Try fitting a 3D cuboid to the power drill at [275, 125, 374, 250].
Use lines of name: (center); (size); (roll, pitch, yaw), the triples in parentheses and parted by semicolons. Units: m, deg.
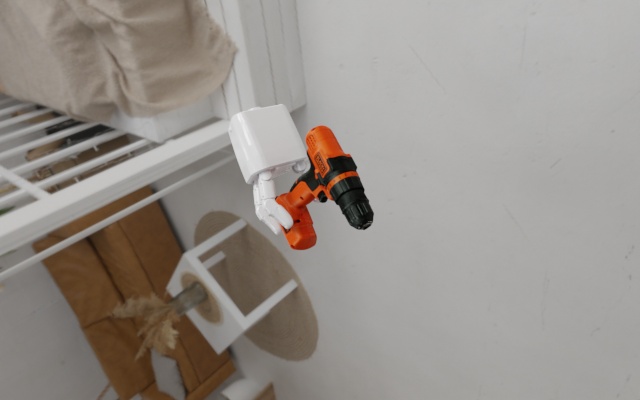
power drill: (0.000, 0.003, 0.769); (0.057, 0.184, 0.188); (-3, -33, -36)
